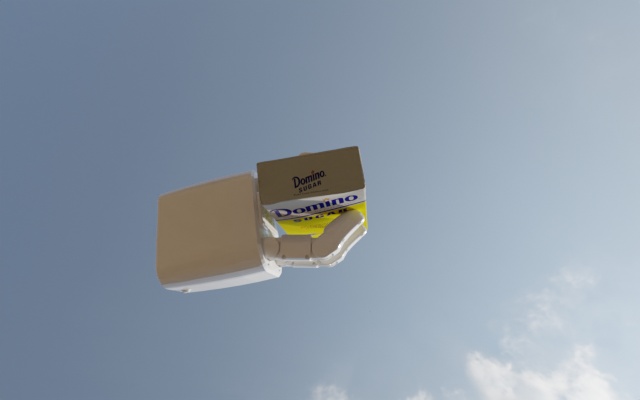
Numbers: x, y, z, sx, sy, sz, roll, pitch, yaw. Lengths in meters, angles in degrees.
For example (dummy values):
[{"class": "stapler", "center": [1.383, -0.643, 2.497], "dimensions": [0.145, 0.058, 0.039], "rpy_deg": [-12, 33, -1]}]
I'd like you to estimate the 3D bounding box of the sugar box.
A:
[{"class": "sugar box", "center": [0.000, 0.002, 0.488], "dimensions": [0.093, 0.048, 0.176], "rpy_deg": [-9, -14, 4]}]
